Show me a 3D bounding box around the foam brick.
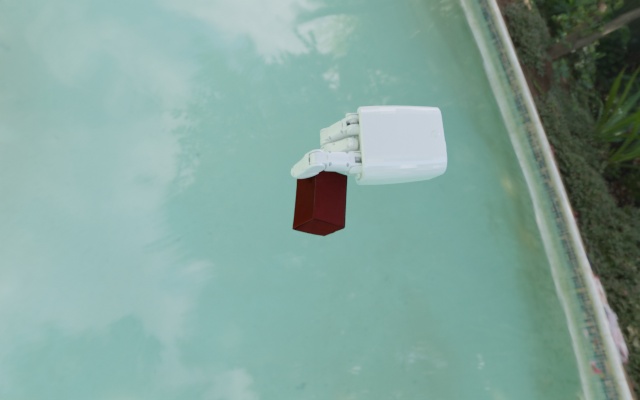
[{"bbox_3d":[0.000,0.002,0.634,0.051,0.078,0.053,18,-26,-30],"label":"foam brick"}]
